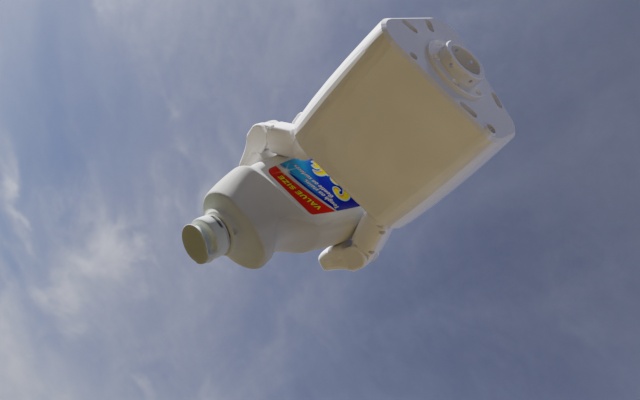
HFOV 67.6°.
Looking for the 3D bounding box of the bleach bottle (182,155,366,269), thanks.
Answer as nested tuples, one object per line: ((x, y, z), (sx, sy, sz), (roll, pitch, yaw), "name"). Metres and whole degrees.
((0.000, 0.001, 0.409), (0.250, 0.102, 0.068), (-24, -15, -45), "bleach bottle")
